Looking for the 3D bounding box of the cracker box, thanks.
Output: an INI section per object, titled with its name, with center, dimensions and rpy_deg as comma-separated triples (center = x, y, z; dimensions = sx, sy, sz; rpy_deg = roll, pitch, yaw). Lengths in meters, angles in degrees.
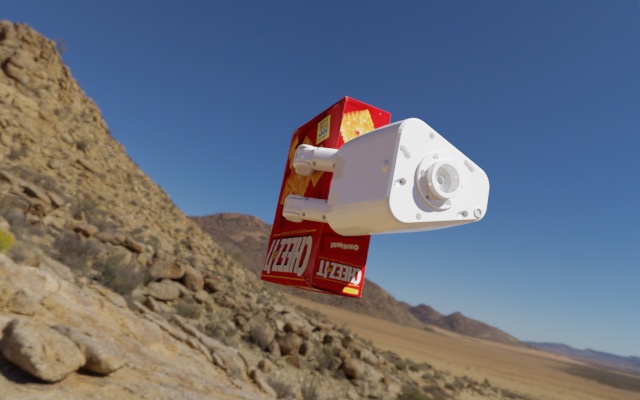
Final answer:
[cracker box]
center = 0.000, 0.002, 0.585
dimensions = 0.072, 0.213, 0.164
rpy_deg = 17, -13, -22
